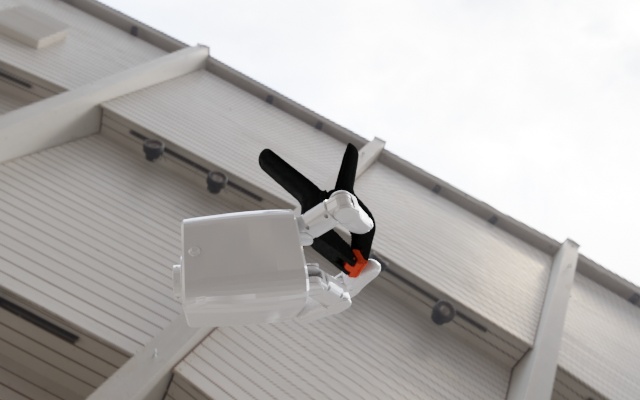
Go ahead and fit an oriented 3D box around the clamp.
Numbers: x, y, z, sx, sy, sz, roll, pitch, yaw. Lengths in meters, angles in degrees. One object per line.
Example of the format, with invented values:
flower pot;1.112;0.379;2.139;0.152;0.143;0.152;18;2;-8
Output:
clamp;0.000;0.002;0.508;0.120;0.171;0.039;-3;-39;-14
